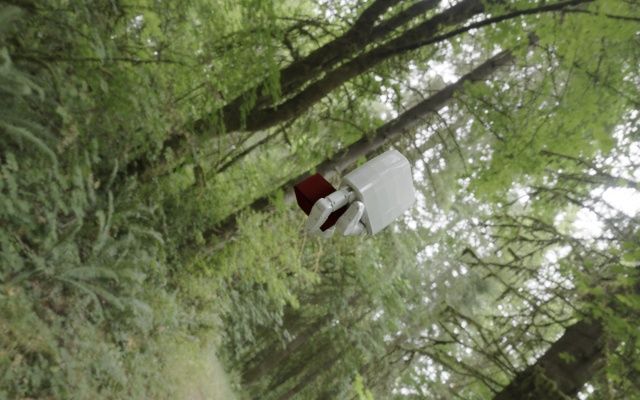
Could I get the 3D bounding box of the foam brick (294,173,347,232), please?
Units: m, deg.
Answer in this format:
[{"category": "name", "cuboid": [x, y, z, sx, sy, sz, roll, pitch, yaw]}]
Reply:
[{"category": "foam brick", "cuboid": [0.000, 0.002, 0.801, 0.051, 0.078, 0.053, -33, -33, -18]}]
